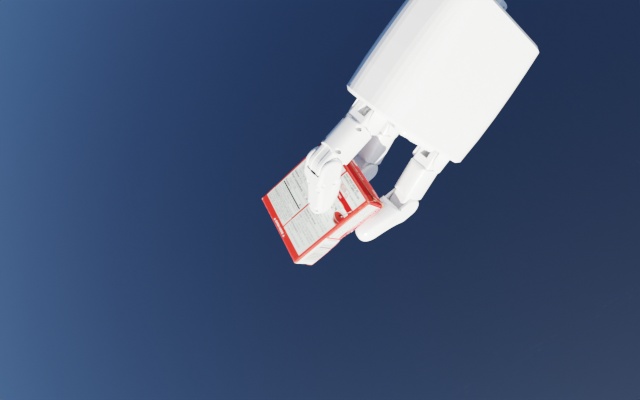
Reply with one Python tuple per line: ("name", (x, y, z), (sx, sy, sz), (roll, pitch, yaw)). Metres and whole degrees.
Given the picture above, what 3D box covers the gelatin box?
("gelatin box", (0.000, 0.002, 0.416), (0.089, 0.073, 0.030), (-41, -29, 19))
